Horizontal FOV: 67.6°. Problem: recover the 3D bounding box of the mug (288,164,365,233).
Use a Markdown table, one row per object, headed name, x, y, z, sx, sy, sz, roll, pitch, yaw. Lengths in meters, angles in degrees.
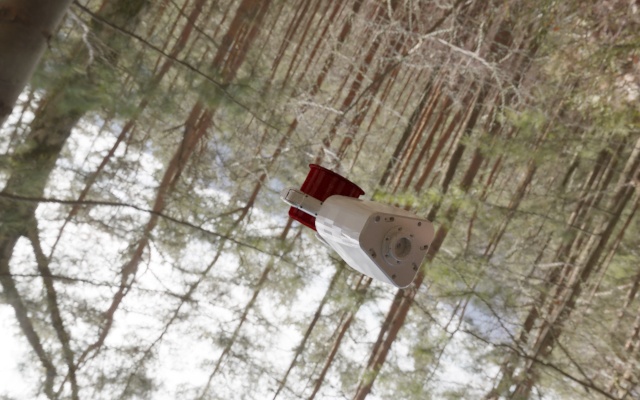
| name | x | y | z | sx | sy | sz | roll | pitch | yaw |
| --- | --- | --- | --- | --- | --- | --- | --- | --- | --- |
| mug | -0.001 | 0.002 | 0.706 | 0.093 | 0.081 | 0.117 | 31 | -6 | -28 |
